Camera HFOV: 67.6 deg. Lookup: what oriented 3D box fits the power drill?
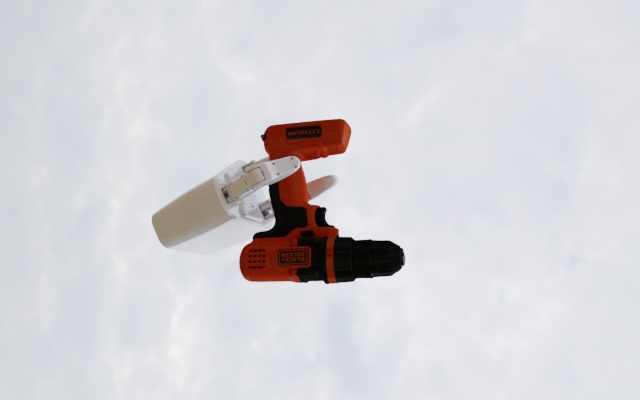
[{"bbox_3d":[0.000,0.001,0.548,0.184,0.187,0.057,-3,-19,8],"label":"power drill"}]
